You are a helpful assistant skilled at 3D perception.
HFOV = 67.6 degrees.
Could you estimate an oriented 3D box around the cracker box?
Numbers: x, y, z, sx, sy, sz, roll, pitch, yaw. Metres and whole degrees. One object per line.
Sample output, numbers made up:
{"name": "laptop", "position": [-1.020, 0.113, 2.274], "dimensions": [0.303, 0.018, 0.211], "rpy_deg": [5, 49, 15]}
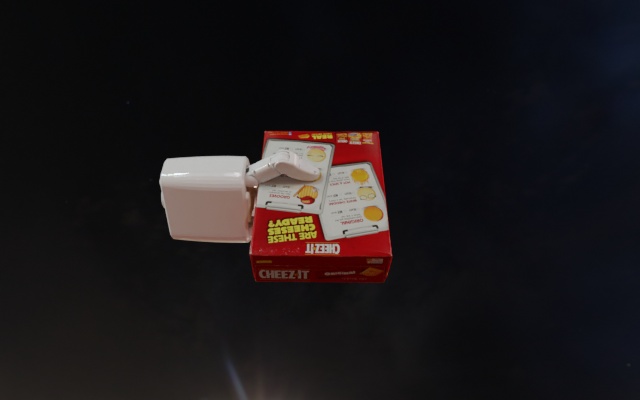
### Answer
{"name": "cracker box", "position": [0.000, 0.002, 0.630], "dimensions": [0.164, 0.213, 0.072], "rpy_deg": [0, -40, 0]}
